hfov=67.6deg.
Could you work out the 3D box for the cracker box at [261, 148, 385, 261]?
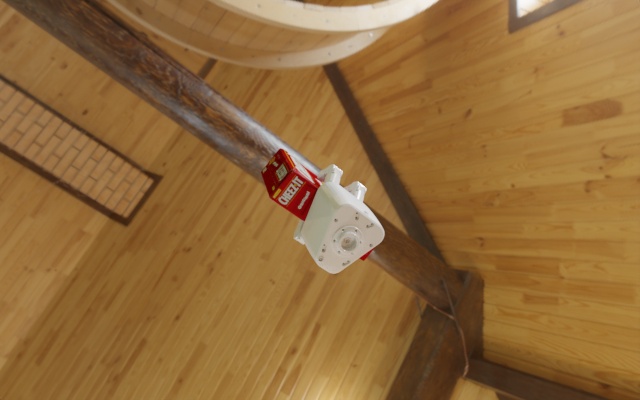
[{"bbox_3d":[0.000,0.003,0.886,0.214,0.072,0.164,36,7,-21],"label":"cracker box"}]
